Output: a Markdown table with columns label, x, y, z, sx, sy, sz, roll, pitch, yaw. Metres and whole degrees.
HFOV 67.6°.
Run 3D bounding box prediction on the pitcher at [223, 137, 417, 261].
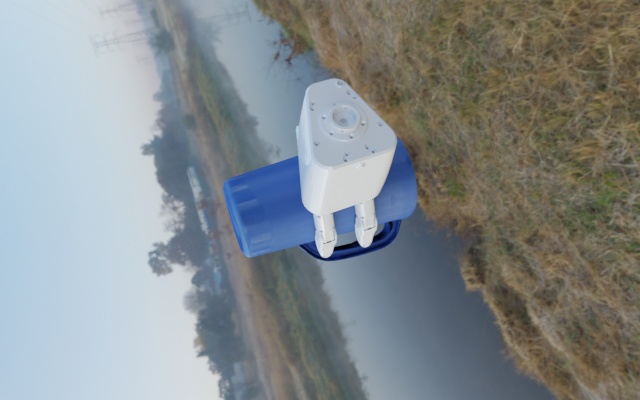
| label | x | y | z | sx | sy | sz | roll | pitch | yaw |
| --- | --- | --- | --- | --- | --- | --- | --- | --- | --- |
| pitcher | 0.000 | 0.002 | 0.654 | 0.243 | 0.149 | 0.145 | -17 | -22 | -13 |
